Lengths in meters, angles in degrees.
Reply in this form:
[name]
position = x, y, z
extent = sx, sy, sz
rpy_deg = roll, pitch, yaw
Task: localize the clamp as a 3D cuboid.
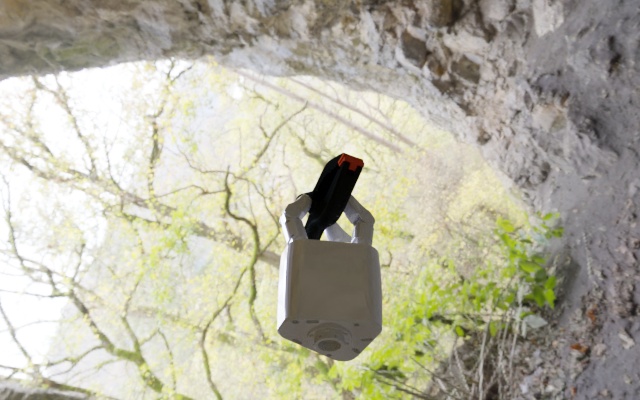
[clamp]
position = 0.000, 0.002, 0.659
extent = 0.036, 0.164, 0.210
rpy_deg = 17, -48, -16
